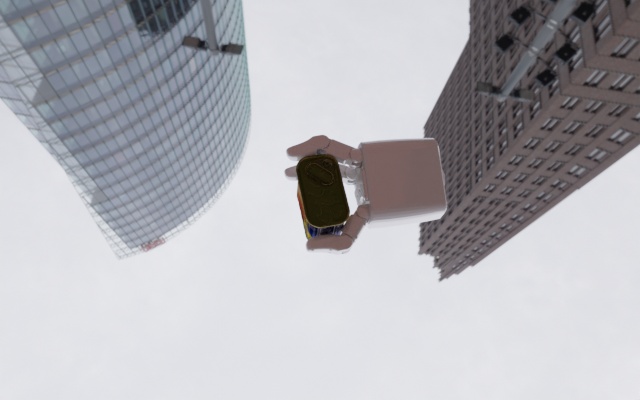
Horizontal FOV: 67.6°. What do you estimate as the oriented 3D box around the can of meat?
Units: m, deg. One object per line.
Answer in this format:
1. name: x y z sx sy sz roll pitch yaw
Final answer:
1. can of meat: 0.000 0.002 0.648 0.057 0.102 0.084 -10 -22 -8
